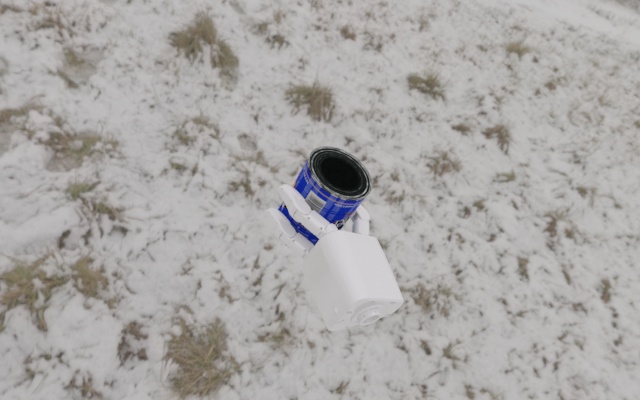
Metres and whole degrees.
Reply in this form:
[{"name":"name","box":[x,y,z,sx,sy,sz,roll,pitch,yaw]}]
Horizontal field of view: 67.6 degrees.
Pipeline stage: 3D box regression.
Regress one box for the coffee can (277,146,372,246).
[{"name":"coffee can","box":[0.000,0.002,0.727,0.103,0.102,0.140,0,-38,-32]}]
